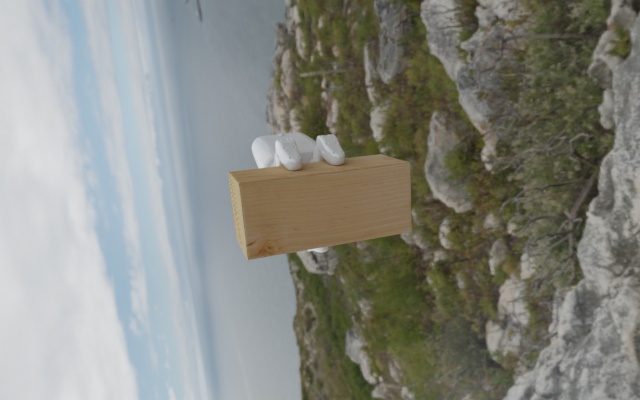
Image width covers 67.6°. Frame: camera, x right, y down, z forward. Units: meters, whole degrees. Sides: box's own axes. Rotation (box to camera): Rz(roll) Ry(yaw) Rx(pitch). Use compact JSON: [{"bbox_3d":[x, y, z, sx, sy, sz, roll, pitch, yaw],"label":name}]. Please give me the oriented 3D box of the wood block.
[{"bbox_3d":[0.000,0.002,0.590,0.206,0.091,0.090,-8,15,-17],"label":"wood block"}]
